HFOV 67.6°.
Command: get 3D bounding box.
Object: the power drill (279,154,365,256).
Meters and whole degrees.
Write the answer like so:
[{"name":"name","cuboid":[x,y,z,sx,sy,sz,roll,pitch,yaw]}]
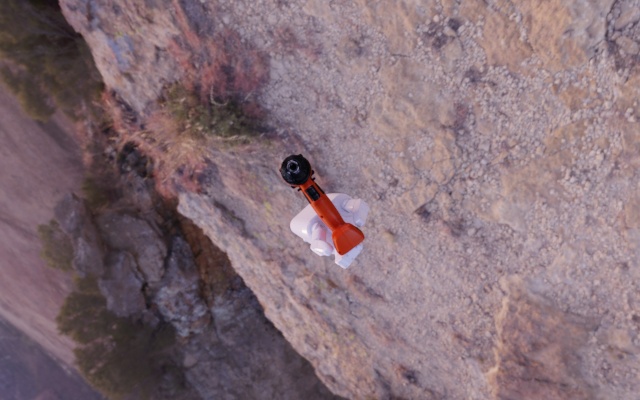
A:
[{"name":"power drill","cuboid":[0.000,0.003,0.817,0.057,0.187,0.184,-35,0,2]}]
